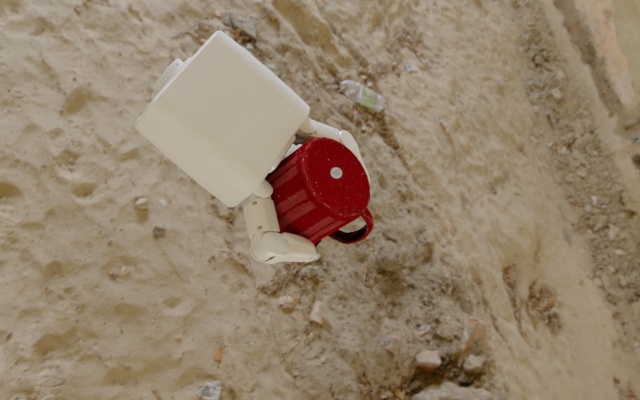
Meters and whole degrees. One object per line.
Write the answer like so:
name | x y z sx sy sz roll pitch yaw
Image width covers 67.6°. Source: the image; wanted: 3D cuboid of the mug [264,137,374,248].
mug | 0.001 0.002 0.447 0.117 0.093 0.081 40 -44 -18
